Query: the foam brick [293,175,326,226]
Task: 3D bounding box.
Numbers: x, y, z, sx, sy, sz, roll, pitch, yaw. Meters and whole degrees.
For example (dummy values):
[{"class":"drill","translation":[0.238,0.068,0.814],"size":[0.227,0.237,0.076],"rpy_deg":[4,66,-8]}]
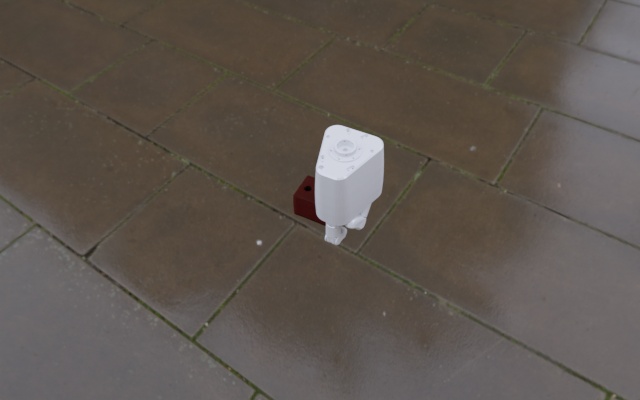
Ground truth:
[{"class":"foam brick","translation":[0.000,0.003,0.797],"size":[0.078,0.053,0.051],"rpy_deg":[21,-35,19]}]
